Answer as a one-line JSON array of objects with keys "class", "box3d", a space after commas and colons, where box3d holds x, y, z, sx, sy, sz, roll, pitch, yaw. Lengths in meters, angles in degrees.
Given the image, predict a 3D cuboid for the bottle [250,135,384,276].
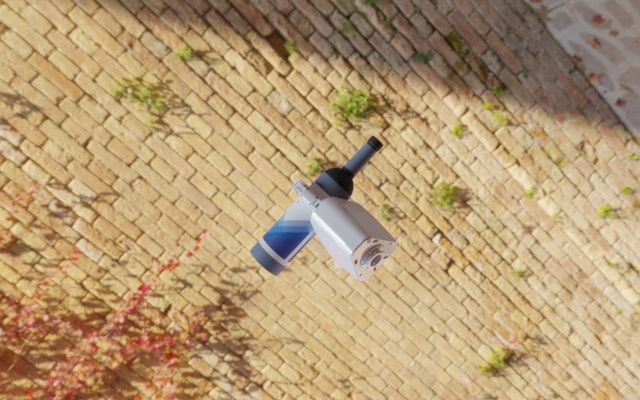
[{"class": "bottle", "box3d": [0.000, 0.003, 0.838, 0.069, 0.296, 0.069, 43, 2, -2]}]
